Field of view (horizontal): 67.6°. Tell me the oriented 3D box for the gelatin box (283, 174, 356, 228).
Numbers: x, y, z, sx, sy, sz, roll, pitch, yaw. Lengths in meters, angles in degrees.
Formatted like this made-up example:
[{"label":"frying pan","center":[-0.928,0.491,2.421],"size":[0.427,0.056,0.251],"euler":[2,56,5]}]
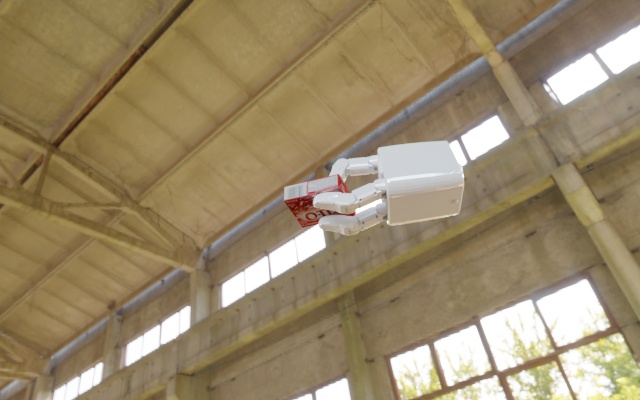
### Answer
[{"label":"gelatin box","center":[0.000,0.002,0.704],"size":[0.089,0.030,0.073],"euler":[-13,-39,17]}]
